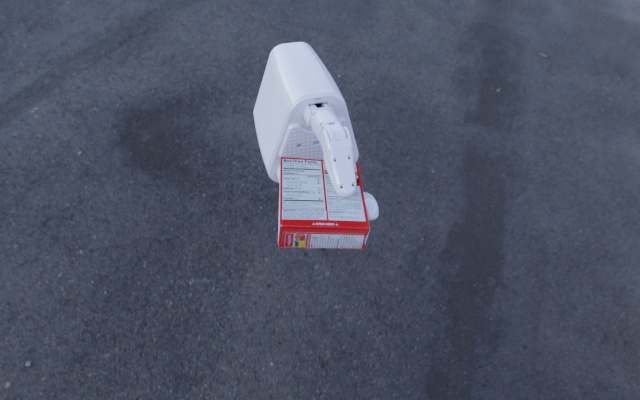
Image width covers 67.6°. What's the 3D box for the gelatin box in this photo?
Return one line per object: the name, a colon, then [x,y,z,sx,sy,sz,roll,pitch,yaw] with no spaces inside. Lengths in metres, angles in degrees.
gelatin box: [0.000,0.001,0.417,0.073,0.030,0.089,2,44,-7]
